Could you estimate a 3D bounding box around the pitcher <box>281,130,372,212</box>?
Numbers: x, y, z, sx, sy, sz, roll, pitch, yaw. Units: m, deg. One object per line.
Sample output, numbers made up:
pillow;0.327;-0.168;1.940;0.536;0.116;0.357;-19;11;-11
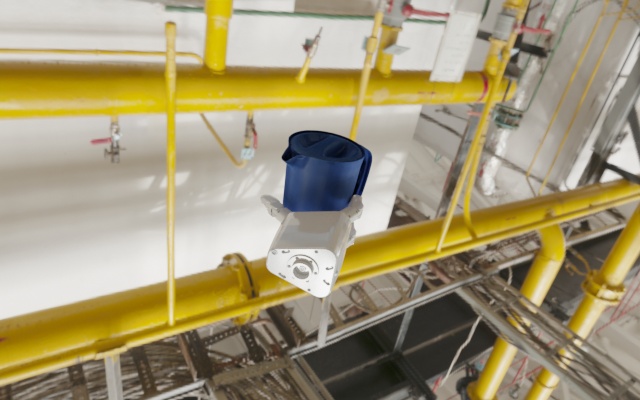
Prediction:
pitcher;0.000;0.003;0.872;0.149;0.243;0.145;14;29;4
